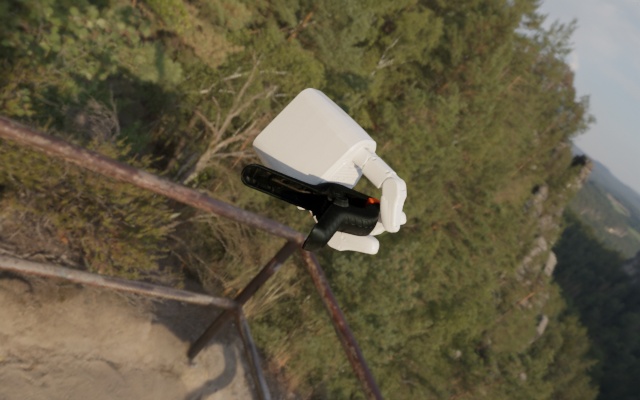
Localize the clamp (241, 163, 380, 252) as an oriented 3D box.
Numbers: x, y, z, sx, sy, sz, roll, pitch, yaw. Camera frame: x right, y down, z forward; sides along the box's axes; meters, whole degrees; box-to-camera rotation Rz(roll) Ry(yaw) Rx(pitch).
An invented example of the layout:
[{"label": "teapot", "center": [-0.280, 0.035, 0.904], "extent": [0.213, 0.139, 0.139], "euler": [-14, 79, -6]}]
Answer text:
[{"label": "clamp", "center": [0.001, 0.001, 0.498], "extent": [0.120, 0.039, 0.171], "euler": [46, 23, 23]}]
